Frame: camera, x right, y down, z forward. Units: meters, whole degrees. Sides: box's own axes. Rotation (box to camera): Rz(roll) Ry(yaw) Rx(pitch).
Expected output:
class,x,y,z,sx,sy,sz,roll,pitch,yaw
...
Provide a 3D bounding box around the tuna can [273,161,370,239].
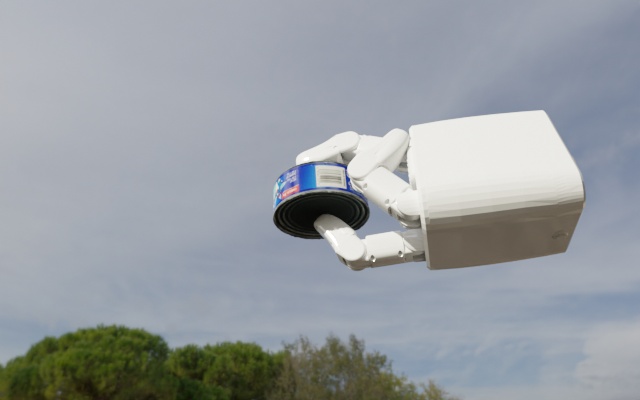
class,x,y,z,sx,sy,sz,roll,pitch,yaw
tuna can,0.000,0.001,0.429,0.086,0.033,0.086,-3,-31,-2
